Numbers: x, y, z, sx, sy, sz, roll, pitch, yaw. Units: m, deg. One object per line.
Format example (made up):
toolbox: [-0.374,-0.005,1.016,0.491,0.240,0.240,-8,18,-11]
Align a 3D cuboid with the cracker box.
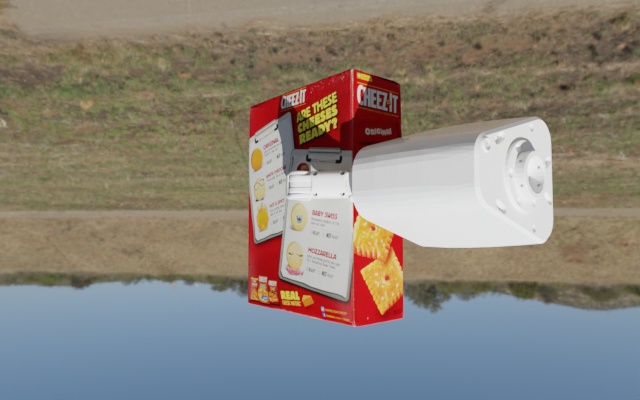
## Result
cracker box: [0.000,0.002,0.468,0.072,0.213,0.164,4,-5,-40]
